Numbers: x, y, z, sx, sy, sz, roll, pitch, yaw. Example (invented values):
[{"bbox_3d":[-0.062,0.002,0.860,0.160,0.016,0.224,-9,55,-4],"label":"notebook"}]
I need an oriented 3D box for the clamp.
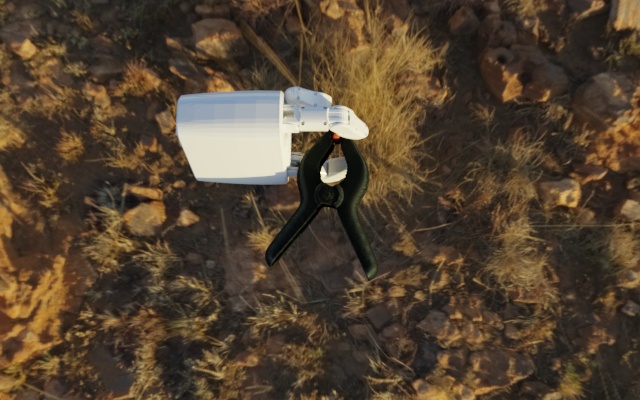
[{"bbox_3d":[0.000,0.001,0.519,0.120,0.171,0.039,0,-12,-1],"label":"clamp"}]
